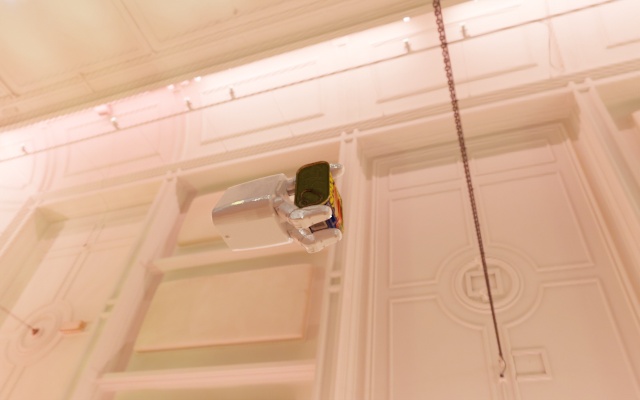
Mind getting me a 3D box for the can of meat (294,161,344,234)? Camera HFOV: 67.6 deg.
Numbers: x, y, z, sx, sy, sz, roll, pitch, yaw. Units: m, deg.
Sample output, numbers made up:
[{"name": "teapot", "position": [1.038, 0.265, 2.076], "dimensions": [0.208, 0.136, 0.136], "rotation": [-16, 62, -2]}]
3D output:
[{"name": "can of meat", "position": [0.000, 0.003, 0.759], "dimensions": [0.057, 0.084, 0.102], "rotation": [-13, 42, 13]}]
